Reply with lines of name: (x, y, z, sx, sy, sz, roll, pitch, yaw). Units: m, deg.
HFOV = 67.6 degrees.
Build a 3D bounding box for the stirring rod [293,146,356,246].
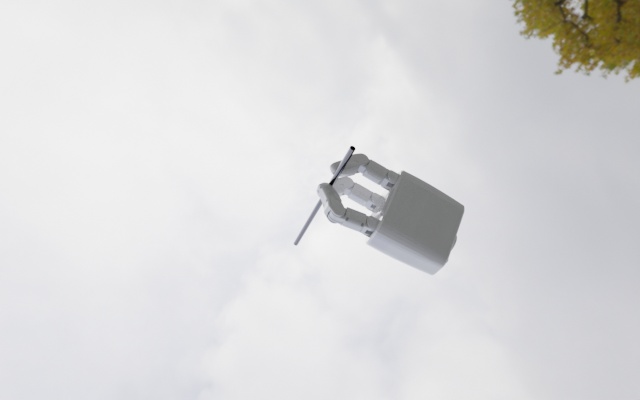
stirring rod: (0.000, 0.002, 0.692, 0.011, 0.011, 0.240, 0, -35, -24)
